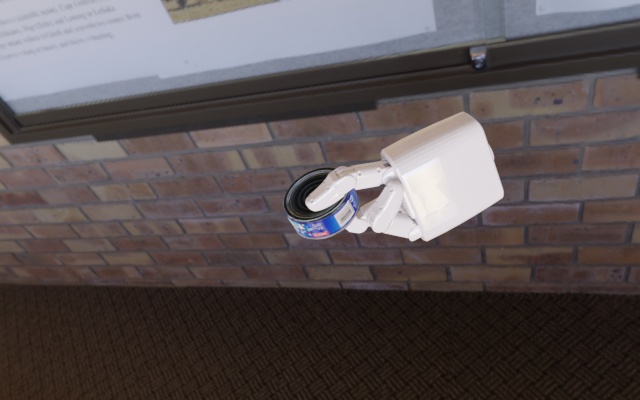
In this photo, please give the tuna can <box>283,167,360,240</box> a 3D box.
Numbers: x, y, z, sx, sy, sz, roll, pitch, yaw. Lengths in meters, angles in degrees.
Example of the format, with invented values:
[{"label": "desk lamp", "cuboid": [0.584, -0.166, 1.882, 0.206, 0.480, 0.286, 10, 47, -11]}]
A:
[{"label": "tuna can", "cuboid": [0.000, 0.001, 0.559, 0.086, 0.086, 0.034, 0, -40, 29]}]
